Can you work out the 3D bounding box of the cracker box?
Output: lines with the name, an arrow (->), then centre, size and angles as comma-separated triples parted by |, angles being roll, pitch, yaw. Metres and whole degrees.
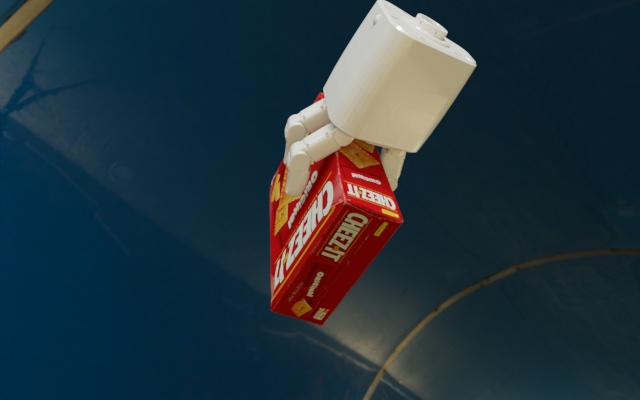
cracker box -> 0.000, 0.002, 0.542 | 0.072, 0.164, 0.213 | 19, 34, -20
